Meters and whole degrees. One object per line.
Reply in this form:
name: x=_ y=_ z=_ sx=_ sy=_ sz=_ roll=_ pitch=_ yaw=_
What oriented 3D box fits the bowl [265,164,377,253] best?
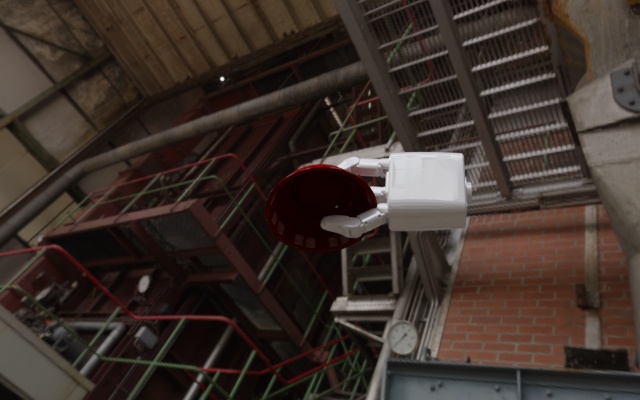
bowl: x=-0.001 y=0.002 z=0.700 sx=0.162 sy=0.162 sz=0.055 roll=0 pitch=39 yaw=-4
